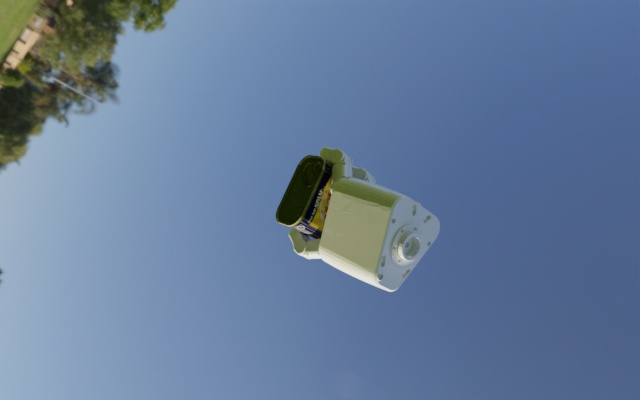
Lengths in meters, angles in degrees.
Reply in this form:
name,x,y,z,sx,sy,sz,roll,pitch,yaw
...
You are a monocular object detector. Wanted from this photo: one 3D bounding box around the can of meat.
name,x,y,z,sx,sy,sz,roll,pitch,yaw
can of meat,0.000,0.002,0.657,0.084,0.102,0.057,30,-10,-37
